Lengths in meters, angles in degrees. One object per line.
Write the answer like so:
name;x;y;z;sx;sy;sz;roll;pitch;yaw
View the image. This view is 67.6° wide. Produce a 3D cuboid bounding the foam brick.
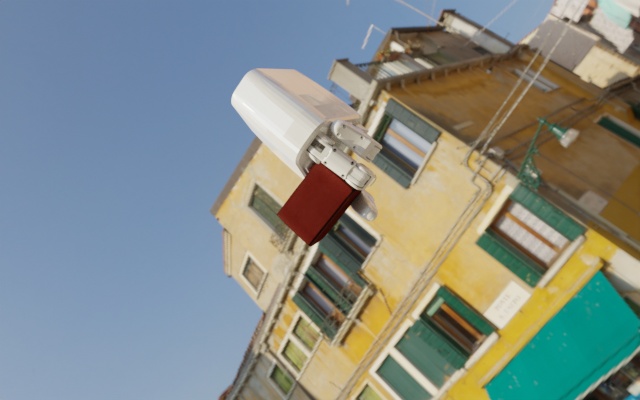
foam brick;0.000;0.002;0.522;0.051;0.078;0.053;40;12;9
